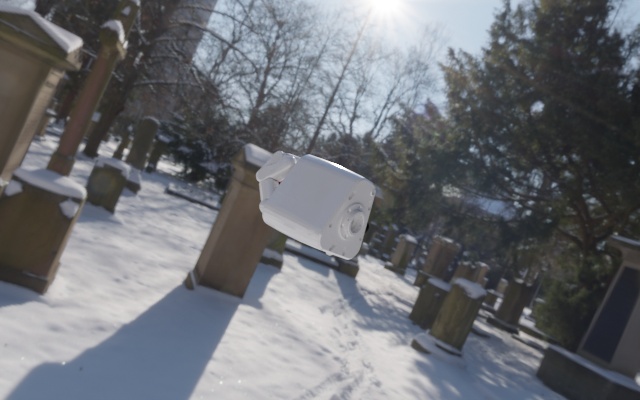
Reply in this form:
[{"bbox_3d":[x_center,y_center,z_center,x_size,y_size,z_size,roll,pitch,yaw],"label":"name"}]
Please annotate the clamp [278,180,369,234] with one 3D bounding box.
[{"bbox_3d":[0.000,0.002,0.738,0.120,0.039,0.171,25,-1,40],"label":"clamp"}]
